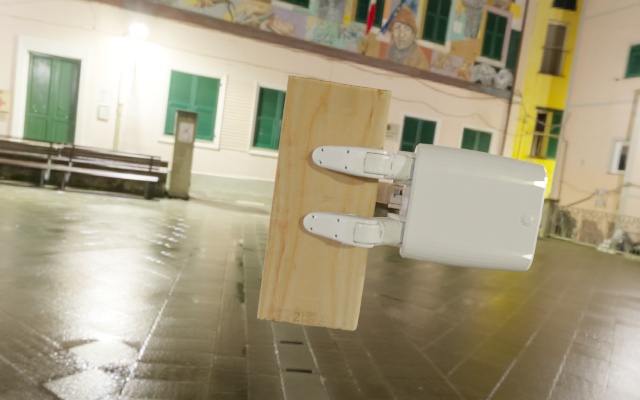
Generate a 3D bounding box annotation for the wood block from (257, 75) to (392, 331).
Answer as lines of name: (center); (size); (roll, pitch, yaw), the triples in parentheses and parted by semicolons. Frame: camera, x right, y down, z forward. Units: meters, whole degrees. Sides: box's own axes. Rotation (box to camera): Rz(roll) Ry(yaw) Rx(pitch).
wood block: (0.000, 0.001, 0.443); (0.090, 0.206, 0.091); (8, 5, -3)
